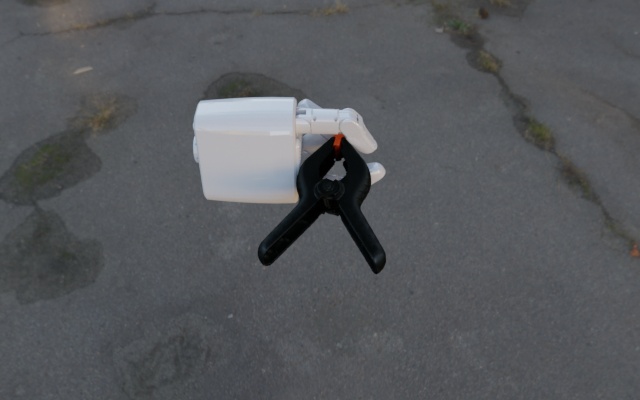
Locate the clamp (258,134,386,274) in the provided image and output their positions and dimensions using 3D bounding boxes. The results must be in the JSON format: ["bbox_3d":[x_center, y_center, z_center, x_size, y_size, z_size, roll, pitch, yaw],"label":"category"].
[{"bbox_3d":[0.000,0.001,0.487,0.120,0.171,0.039,0,-41,0],"label":"clamp"}]
